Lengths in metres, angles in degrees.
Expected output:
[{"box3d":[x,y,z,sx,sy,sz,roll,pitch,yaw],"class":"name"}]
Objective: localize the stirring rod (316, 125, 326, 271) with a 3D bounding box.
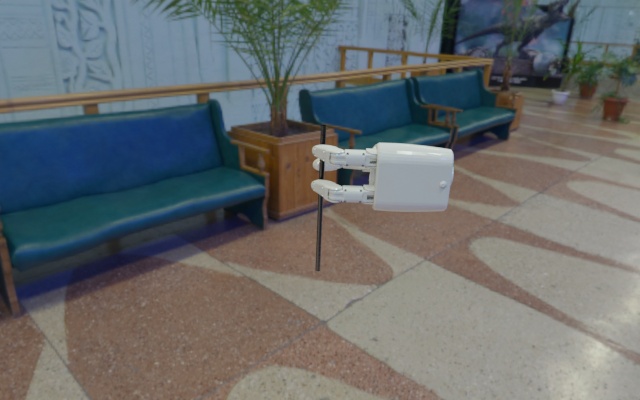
[{"box3d":[0.000,0.003,0.740,0.011,0.240,0.011,2,21,-1],"class":"stirring rod"}]
